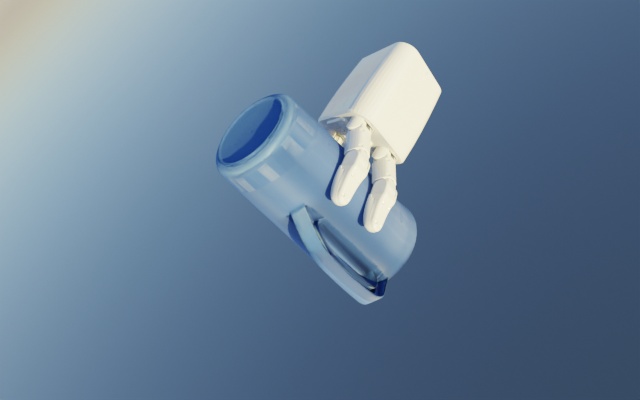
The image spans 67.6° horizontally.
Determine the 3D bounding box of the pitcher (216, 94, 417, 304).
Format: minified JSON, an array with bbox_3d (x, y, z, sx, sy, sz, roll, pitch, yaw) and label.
[{"bbox_3d":[0.000,0.002,0.548,0.149,0.145,0.243,17,-20,50],"label":"pitcher"}]
